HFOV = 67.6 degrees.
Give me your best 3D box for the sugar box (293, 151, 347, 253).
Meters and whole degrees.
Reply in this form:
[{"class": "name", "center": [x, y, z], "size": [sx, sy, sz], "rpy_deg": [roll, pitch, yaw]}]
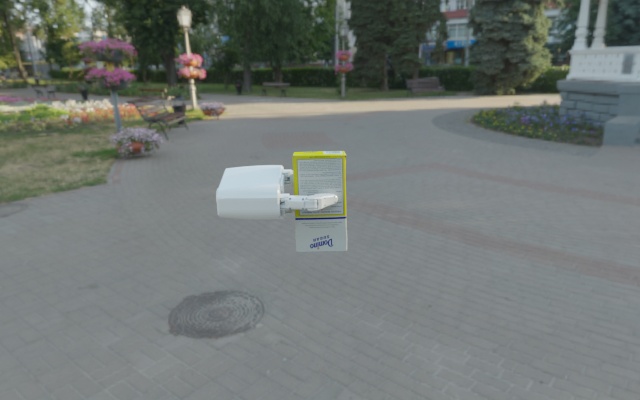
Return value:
[{"class": "sugar box", "center": [0.000, 0.003, 0.849], "size": [0.093, 0.176, 0.048], "rpy_deg": [-1, 16, 0]}]
